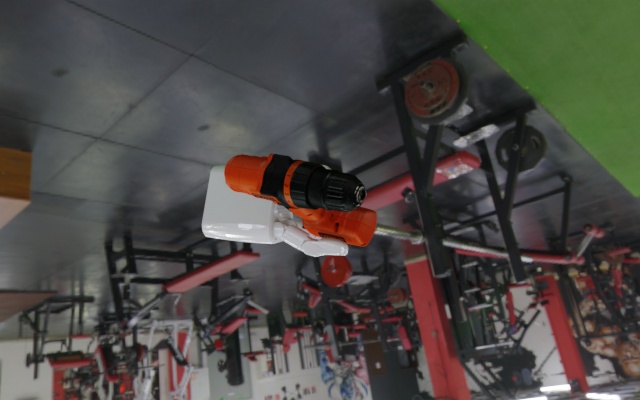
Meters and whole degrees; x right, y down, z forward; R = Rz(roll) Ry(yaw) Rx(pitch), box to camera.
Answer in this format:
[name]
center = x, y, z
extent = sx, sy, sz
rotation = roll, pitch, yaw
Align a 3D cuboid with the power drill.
[power drill]
center = 0.000, 0.002, 0.586
extent = 0.184, 0.057, 0.188
rotation = 14, -14, 34
